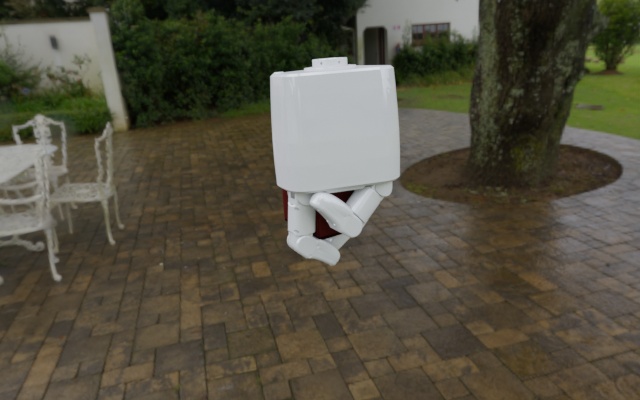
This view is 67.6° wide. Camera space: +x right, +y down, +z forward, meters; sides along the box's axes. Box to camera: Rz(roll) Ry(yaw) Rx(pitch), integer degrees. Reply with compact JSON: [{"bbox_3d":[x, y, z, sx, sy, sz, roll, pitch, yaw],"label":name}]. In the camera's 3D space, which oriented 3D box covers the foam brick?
[{"bbox_3d":[0.000,0.002,0.502,0.053,0.051,0.078,-14,20,-28],"label":"foam brick"}]
